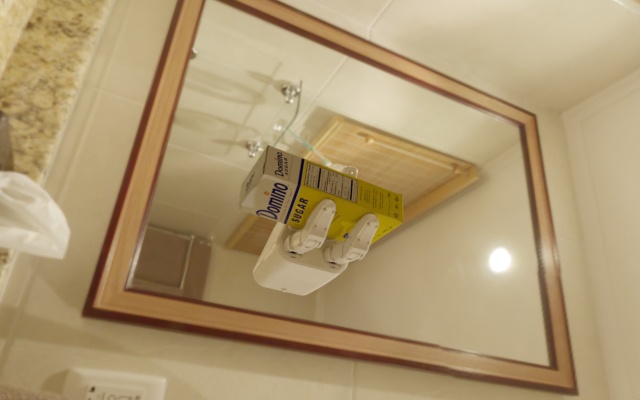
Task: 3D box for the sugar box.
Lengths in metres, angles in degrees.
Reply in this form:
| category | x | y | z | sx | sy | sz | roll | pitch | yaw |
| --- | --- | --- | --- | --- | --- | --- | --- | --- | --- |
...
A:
| category | x | y | z | sx | sy | sz | roll | pitch | yaw |
| --- | --- | --- | --- | --- | --- | --- | --- | --- | --- |
| sugar box | 0.000 | 0.002 | 0.565 | 0.176 | 0.048 | 0.093 | 16 | -33 | -20 |
